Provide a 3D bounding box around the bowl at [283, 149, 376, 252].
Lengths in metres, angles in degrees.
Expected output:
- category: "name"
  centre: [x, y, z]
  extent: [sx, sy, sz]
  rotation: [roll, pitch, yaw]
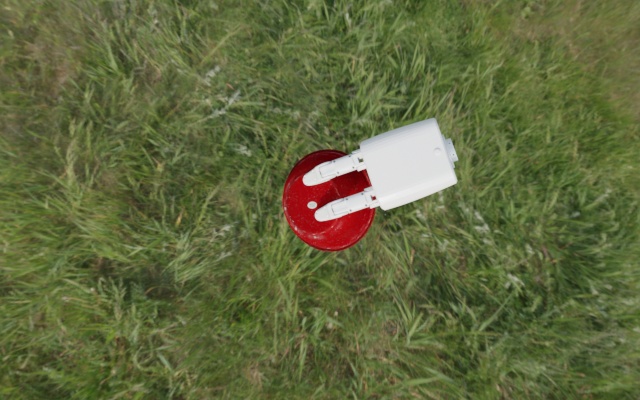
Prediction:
- category: "bowl"
  centre: [-0.001, 0.003, 0.727]
  extent: [0.162, 0.162, 0.055]
  rotation: [0, 5, 26]
